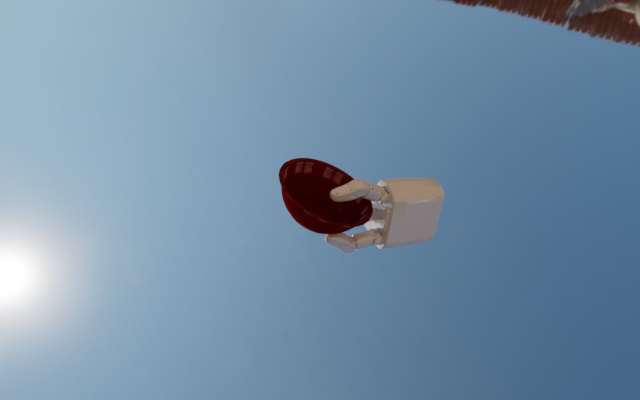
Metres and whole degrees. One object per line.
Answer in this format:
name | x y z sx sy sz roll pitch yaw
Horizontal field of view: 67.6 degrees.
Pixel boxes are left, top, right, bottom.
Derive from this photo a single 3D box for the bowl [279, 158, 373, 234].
bowl | -0.001 0.002 0.762 0.162 0.055 0.162 20 34 -14
